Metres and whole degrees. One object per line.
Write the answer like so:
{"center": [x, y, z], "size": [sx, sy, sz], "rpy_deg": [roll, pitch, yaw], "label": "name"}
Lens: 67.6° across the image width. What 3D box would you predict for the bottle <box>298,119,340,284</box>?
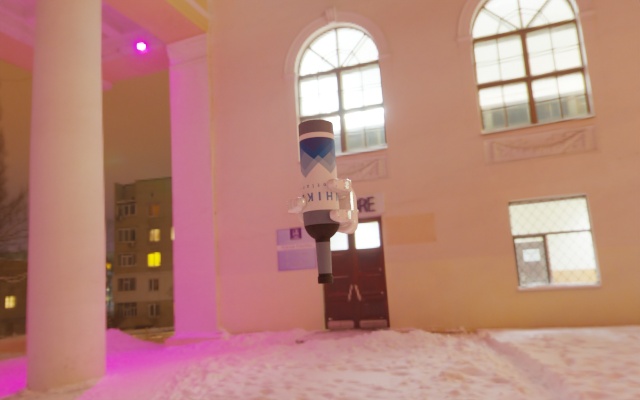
{"center": [0.000, 0.003, 0.874], "size": [0.069, 0.295, 0.069], "rpy_deg": [-3, -9, -1], "label": "bottle"}
